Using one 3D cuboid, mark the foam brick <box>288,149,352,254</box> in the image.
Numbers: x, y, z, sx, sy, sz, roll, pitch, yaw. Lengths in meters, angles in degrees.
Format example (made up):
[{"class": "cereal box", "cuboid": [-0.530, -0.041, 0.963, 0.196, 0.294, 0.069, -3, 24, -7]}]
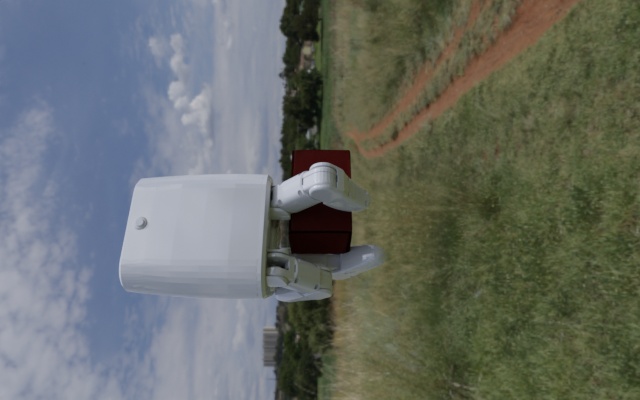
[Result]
[{"class": "foam brick", "cuboid": [0.000, 0.001, 0.410, 0.051, 0.078, 0.053, 0, -26, 1]}]
